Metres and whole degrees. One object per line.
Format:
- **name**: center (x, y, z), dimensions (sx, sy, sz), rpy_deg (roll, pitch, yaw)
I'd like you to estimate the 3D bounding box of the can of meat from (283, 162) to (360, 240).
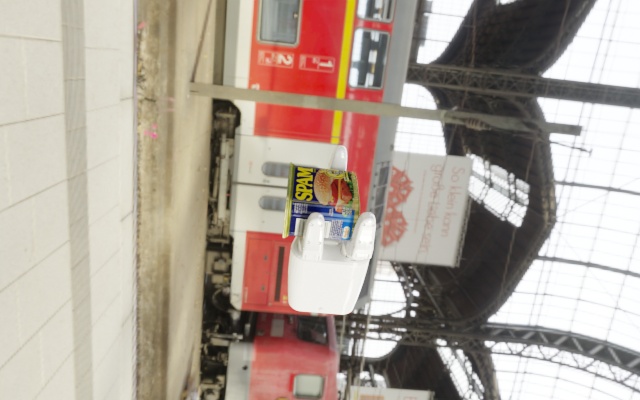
- **can of meat**: center (0.000, 0.002, 0.574), dimensions (0.084, 0.057, 0.102), rpy_deg (6, 36, -4)
